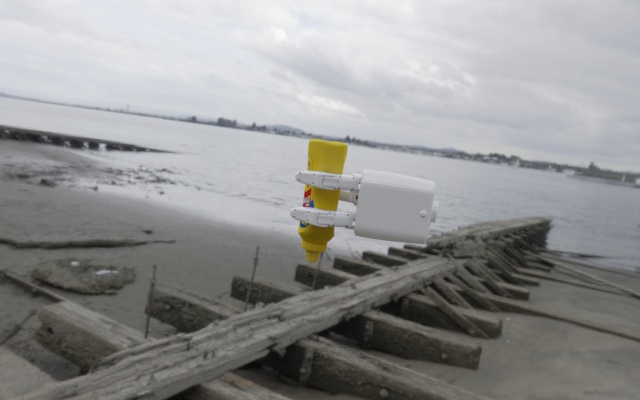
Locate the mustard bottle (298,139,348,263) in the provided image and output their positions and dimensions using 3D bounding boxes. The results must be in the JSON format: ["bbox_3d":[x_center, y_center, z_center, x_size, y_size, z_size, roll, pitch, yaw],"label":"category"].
[{"bbox_3d":[0.000,0.002,0.746,0.058,0.191,0.096,6,7,-15],"label":"mustard bottle"}]
